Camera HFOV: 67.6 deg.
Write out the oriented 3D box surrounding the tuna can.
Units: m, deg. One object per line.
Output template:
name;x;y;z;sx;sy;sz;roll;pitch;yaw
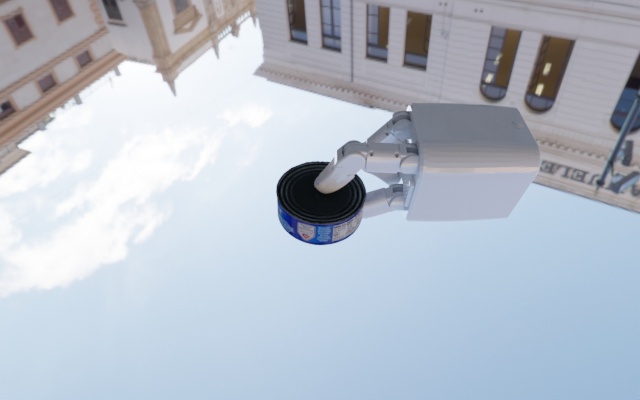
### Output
tuna can;0.000;0.002;0.464;0.086;0.086;0.034;2;-45;-2
